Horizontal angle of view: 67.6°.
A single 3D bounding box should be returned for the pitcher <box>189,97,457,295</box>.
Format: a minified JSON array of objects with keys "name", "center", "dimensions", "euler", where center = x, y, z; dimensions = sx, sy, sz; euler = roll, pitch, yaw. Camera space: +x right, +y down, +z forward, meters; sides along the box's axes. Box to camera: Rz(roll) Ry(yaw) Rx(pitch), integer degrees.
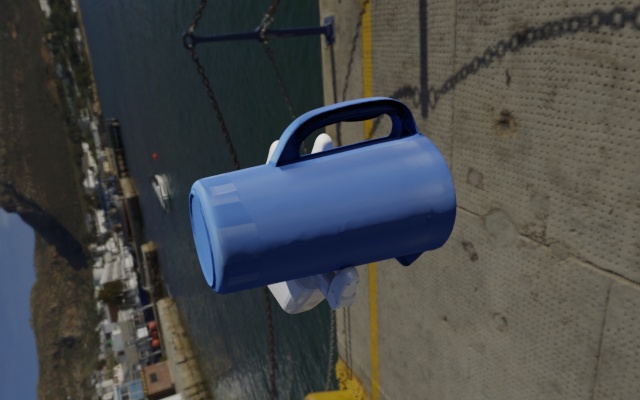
[{"name":"pitcher","center":[0.000,0.002,0.475],"dimensions":[0.243,0.149,0.145],"euler":[-12,-24,-22]}]
